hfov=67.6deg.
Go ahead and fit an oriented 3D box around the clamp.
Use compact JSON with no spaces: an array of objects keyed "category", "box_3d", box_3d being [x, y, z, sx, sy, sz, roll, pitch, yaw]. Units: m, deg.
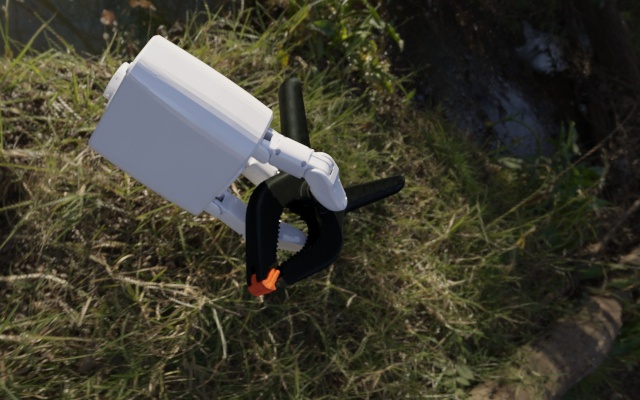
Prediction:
[{"category":"clamp","box_3d":[0.000,0.001,0.440,0.164,0.209,0.036,33,-35,-19]}]
